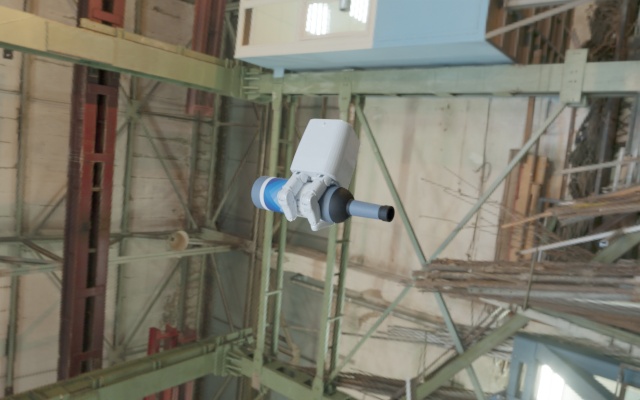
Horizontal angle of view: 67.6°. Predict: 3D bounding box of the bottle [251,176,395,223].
[{"bbox_3d":[0.000,0.003,0.868,0.295,0.069,0.069,10,6,38],"label":"bottle"}]
